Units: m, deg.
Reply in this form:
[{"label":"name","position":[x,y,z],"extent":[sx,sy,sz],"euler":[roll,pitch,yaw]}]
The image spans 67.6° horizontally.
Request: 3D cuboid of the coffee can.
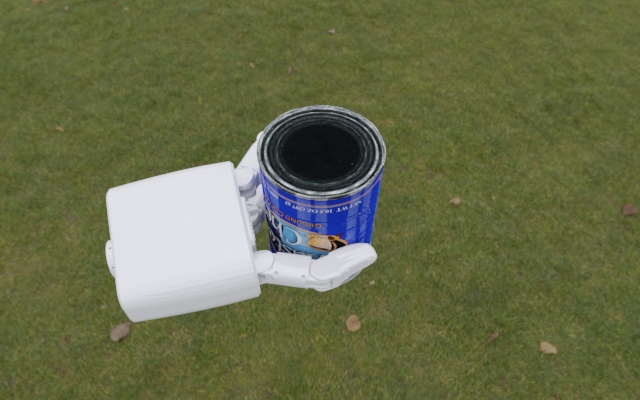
[{"label":"coffee can","position":[0.000,0.002,0.431],"extent":[0.103,0.102,0.140],"euler":[0,-38,-1]}]
